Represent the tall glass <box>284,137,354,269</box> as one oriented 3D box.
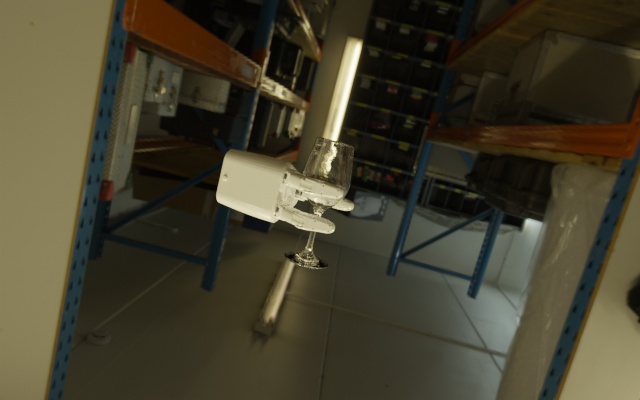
[{"bbox_3d":[0.000,0.003,0.766,0.079,0.201,0.079,14,9,-2],"label":"tall glass"}]
